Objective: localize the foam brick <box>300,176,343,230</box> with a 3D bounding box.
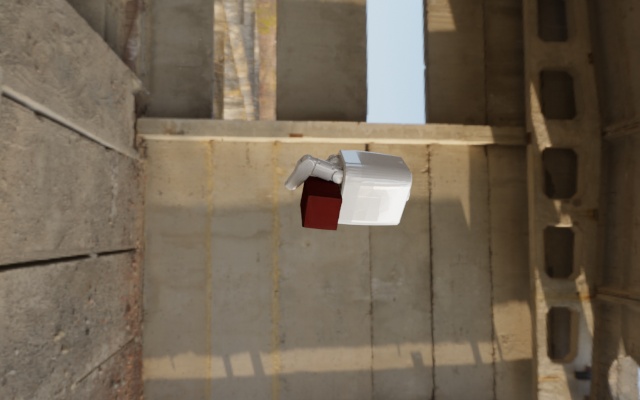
[{"bbox_3d":[0.000,0.003,0.705,0.051,0.053,0.078,8,24,-8],"label":"foam brick"}]
